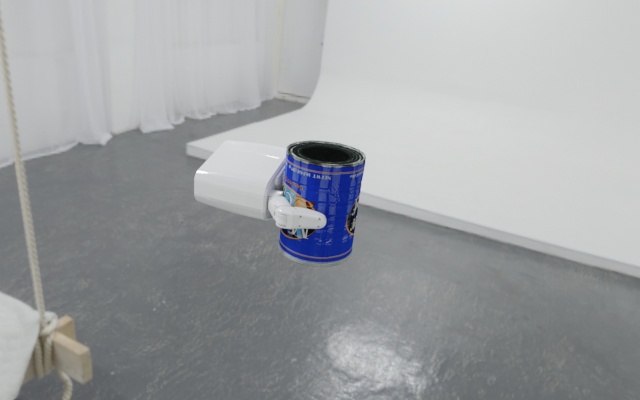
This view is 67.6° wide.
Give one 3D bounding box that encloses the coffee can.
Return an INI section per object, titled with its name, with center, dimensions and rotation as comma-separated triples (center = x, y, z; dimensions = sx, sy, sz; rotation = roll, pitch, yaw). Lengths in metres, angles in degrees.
[coffee can]
center = 0.000, 0.002, 0.633
dimensions = 0.103, 0.140, 0.102
rotation = 6, 22, -2
